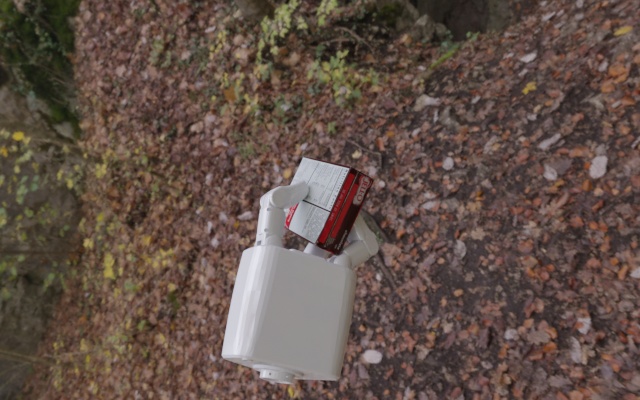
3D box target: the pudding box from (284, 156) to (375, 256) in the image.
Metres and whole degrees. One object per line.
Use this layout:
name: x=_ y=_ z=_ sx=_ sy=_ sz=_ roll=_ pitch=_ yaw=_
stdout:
pudding box: x=0.000 y=0.002 z=0.532 sx=0.039 sy=0.090 sz=0.113 roll=27 pitch=-3 yaw=-32
